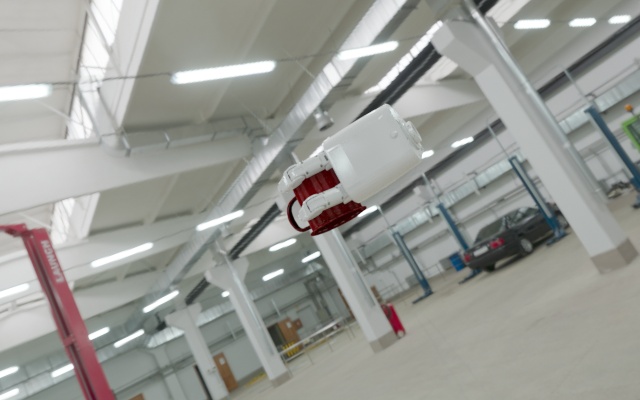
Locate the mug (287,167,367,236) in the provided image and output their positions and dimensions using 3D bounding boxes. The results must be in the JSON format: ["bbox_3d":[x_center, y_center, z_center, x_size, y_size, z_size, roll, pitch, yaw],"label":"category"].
[{"bbox_3d":[-0.001,0.003,0.717,0.117,0.081,0.093,-31,-12,21],"label":"mug"}]
